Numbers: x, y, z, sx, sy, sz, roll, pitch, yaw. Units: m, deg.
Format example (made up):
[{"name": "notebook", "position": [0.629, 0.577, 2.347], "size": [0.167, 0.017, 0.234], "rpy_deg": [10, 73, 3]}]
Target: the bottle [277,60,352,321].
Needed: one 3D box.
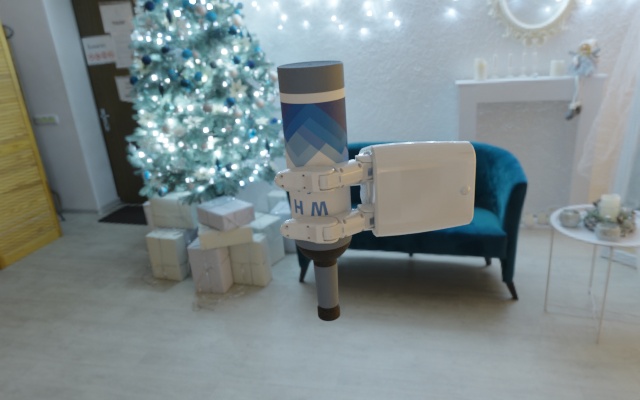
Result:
[{"name": "bottle", "position": [0.000, 0.001, 0.526], "size": [0.069, 0.296, 0.069], "rpy_deg": [-4, 21, 1]}]
